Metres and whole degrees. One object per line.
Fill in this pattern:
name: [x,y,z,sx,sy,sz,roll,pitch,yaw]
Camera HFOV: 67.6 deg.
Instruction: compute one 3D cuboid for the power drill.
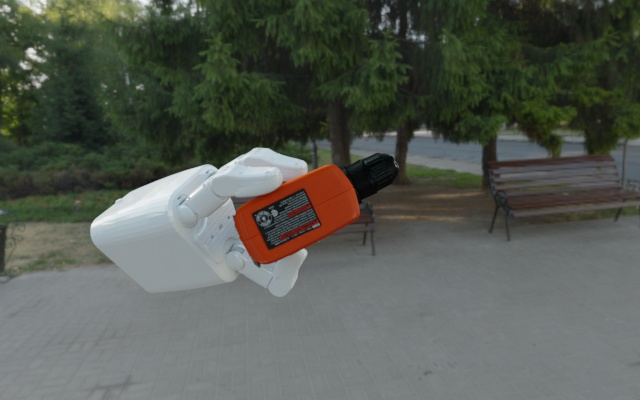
power drill: [0.000,0.002,0.482,0.184,0.057,0.187,-28,-1,5]
